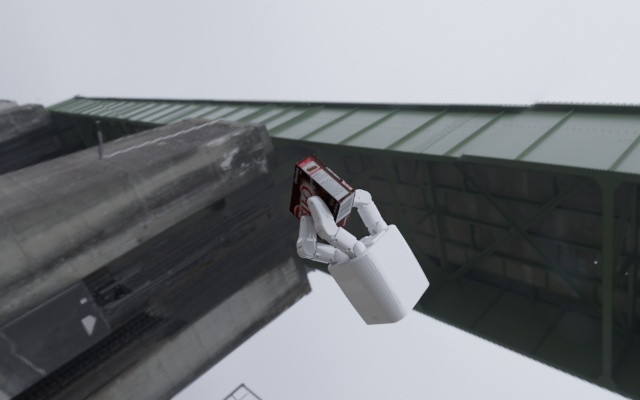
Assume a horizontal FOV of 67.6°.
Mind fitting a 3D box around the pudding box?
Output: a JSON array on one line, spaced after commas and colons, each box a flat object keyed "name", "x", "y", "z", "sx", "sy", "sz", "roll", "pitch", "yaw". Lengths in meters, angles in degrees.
[{"name": "pudding box", "x": 0.000, "y": 0.002, "z": 0.688, "sx": 0.039, "sy": 0.114, "sz": 0.090, "roll": -34, "pitch": 64, "yaw": -32}]
